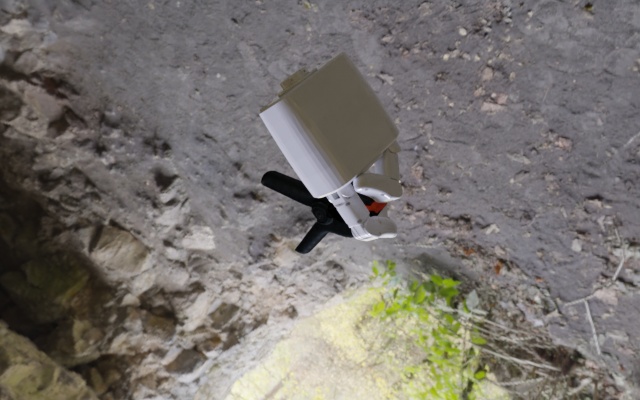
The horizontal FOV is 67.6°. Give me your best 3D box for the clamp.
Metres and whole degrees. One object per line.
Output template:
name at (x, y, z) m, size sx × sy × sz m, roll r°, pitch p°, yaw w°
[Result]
clamp at (0.000, 0.002, 0.572) m, size 0.171 × 0.120 × 0.039 m, roll -20°, pitch 21°, yaw 44°
